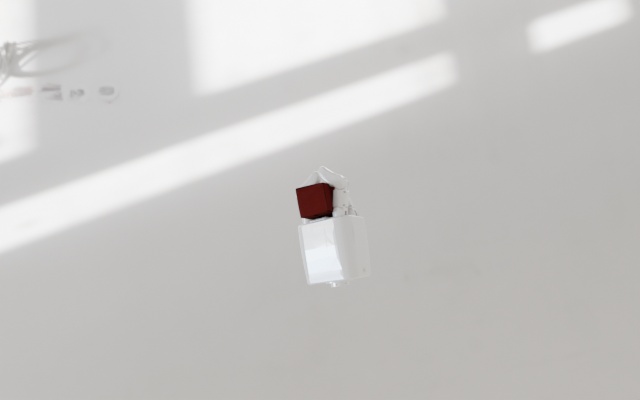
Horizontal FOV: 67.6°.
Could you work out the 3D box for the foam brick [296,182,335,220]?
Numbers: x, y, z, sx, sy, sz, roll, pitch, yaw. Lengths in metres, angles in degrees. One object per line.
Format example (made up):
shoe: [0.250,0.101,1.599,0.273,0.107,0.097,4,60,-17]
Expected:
foam brick: [0.000,0.003,0.821,0.053,0.051,0.078,-13,-11,23]
